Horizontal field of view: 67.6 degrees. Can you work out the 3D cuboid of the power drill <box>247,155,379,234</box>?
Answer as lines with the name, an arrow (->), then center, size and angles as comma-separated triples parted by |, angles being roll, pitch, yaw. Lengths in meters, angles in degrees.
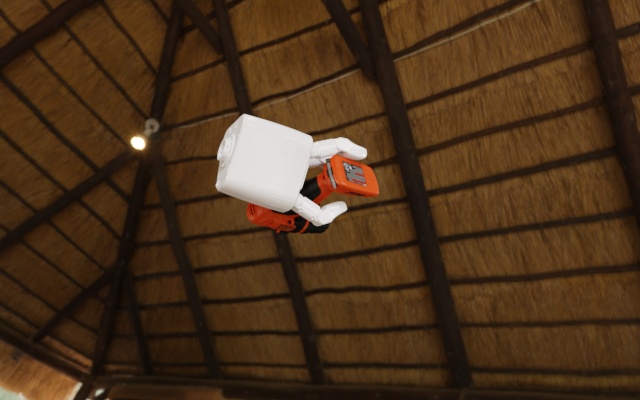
power drill -> 0.000, 0.002, 0.788 | 0.188, 0.057, 0.184 | -31, -26, 32
